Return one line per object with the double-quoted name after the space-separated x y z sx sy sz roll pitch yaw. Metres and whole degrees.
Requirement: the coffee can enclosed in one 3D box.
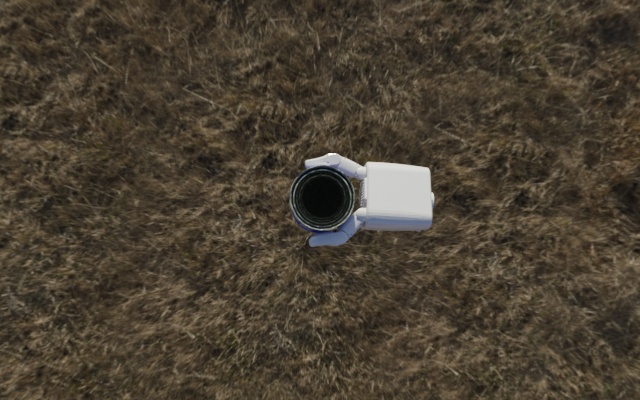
0.000 0.003 0.804 0.103 0.103 0.140 0 -5 -2 "coffee can"
